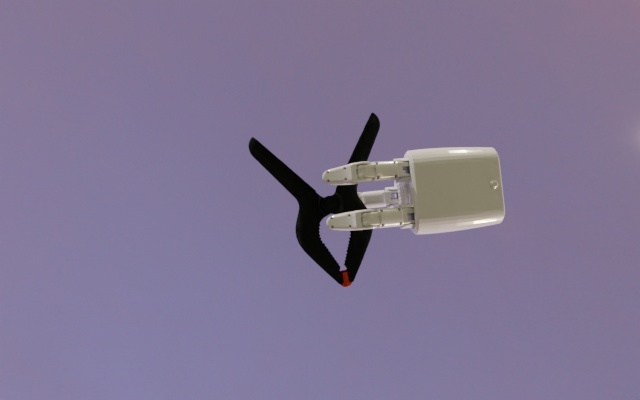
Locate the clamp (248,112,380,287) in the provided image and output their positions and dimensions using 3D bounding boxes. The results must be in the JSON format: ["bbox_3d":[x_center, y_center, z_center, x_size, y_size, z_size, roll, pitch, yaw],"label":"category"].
[{"bbox_3d":[0.000,0.002,0.589,0.164,0.210,0.036,-5,-3,0],"label":"clamp"}]
